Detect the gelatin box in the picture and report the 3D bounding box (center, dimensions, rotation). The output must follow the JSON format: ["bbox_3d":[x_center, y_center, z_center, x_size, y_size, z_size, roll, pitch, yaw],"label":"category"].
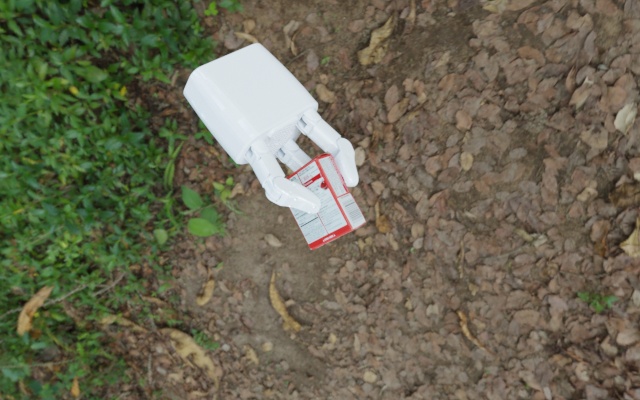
[{"bbox_3d":[0.000,0.002,0.535,0.030,0.089,0.073,-23,-6,-47],"label":"gelatin box"}]
